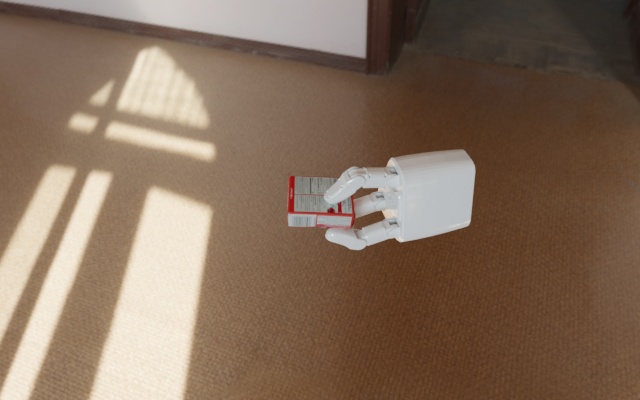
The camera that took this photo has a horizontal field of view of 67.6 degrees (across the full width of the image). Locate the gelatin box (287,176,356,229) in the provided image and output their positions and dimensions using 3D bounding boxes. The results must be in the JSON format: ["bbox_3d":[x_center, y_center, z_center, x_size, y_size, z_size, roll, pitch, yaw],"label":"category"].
[{"bbox_3d":[0.000,0.002,0.646,0.089,0.073,0.030,2,-45,-4],"label":"gelatin box"}]
